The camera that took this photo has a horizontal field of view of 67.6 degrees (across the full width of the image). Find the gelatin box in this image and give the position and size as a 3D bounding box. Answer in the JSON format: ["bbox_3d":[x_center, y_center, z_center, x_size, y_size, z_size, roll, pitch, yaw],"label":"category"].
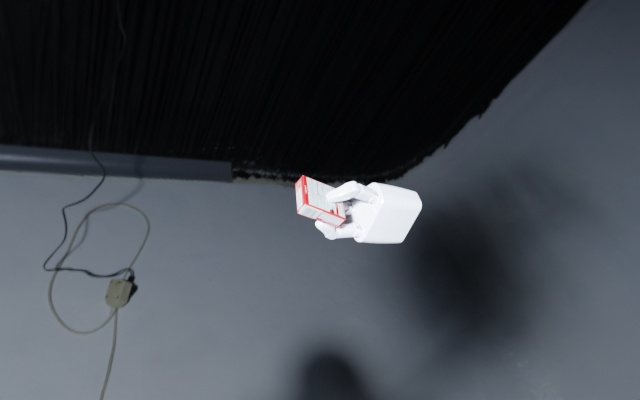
[{"bbox_3d":[0.000,0.002,0.853,0.089,0.073,0.030,21,-50,-26],"label":"gelatin box"}]
